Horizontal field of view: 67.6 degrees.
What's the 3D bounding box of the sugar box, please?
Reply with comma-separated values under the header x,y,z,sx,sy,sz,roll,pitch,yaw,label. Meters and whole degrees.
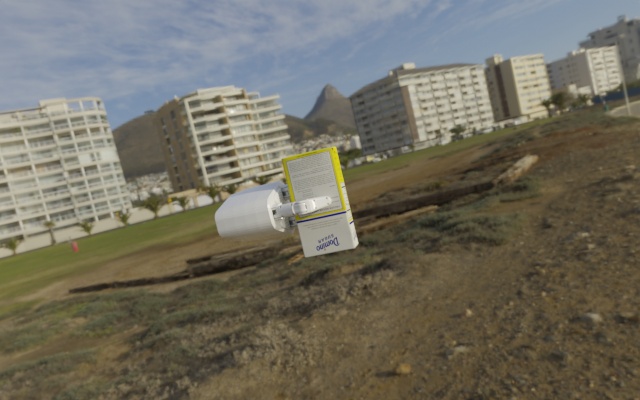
x,y,z,sx,sy,sz,roll,pitch,yaw,label
0.000,0.003,0.823,0.093,0.176,0.048,-12,5,15,sugar box
